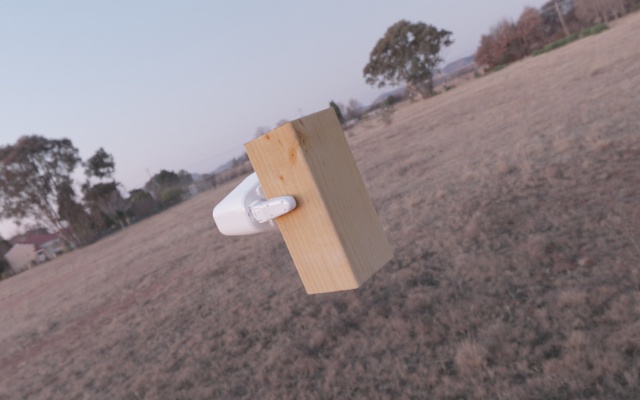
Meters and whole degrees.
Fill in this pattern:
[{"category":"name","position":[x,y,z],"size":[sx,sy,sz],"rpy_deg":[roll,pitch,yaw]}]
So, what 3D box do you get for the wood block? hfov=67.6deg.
[{"category":"wood block","position":[0.000,0.002,0.598],"size":[0.090,0.206,0.090],"rpy_deg":[-17,9,43]}]
